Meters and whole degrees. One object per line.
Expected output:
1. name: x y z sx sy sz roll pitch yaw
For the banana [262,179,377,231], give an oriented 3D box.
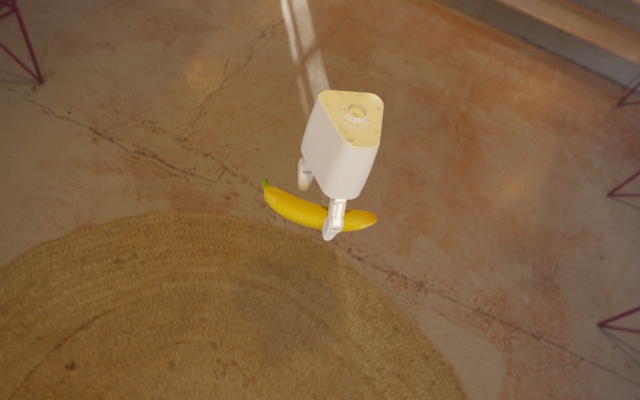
1. banana: -0.008 0.014 0.755 0.198 0.069 0.037 20 -43 2
